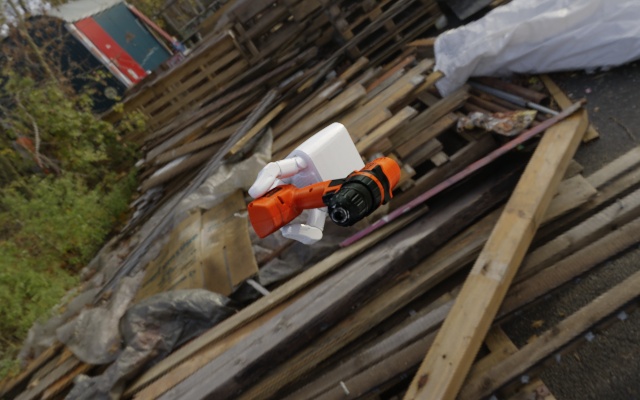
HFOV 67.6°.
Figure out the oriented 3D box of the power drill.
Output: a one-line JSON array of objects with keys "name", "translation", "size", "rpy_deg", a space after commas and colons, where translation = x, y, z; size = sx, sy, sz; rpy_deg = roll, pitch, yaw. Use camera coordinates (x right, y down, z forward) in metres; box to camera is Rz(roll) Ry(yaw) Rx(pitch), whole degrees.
[{"name": "power drill", "translation": [0.000, 0.002, 0.628], "size": [0.187, 0.057, 0.184], "rpy_deg": [-12, 11, 29]}]
